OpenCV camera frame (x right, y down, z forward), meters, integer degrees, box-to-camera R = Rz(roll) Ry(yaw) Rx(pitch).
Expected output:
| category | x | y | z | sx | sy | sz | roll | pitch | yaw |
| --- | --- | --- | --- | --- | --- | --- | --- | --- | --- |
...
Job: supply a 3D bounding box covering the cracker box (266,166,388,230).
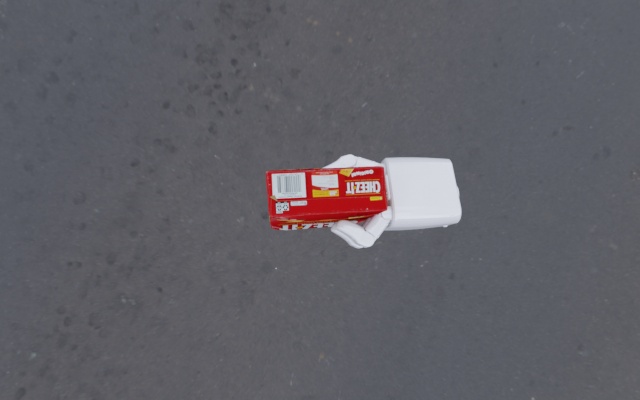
| category | x | y | z | sx | sy | sz | roll | pitch | yaw |
| --- | --- | --- | --- | --- | --- | --- | --- | --- | --- |
| cracker box | 0.000 | 0.002 | 0.744 | 0.164 | 0.072 | 0.214 | -3 | -8 | -6 |
